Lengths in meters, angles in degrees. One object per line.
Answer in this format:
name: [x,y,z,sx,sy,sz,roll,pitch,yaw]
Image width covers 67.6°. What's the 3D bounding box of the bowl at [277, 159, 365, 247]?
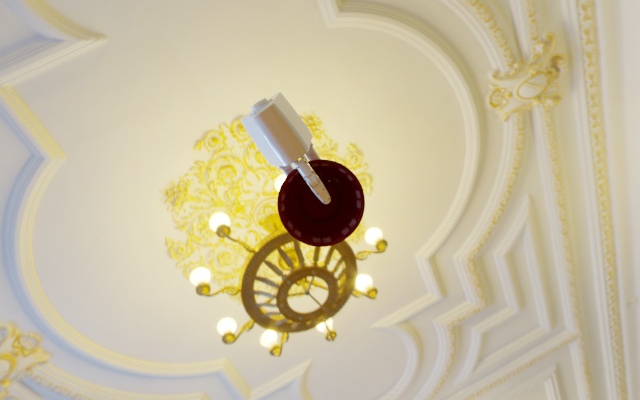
bowl: [0.001,0.004,0.897,0.162,0.162,0.055,0,6,-3]
